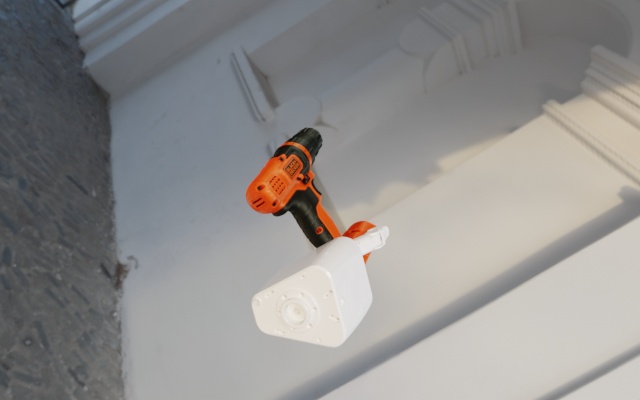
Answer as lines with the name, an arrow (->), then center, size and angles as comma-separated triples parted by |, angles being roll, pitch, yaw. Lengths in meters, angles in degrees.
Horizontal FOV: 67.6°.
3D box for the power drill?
power drill -> 0.000, 0.003, 0.659 | 0.057, 0.188, 0.184 | -32, 16, 40
